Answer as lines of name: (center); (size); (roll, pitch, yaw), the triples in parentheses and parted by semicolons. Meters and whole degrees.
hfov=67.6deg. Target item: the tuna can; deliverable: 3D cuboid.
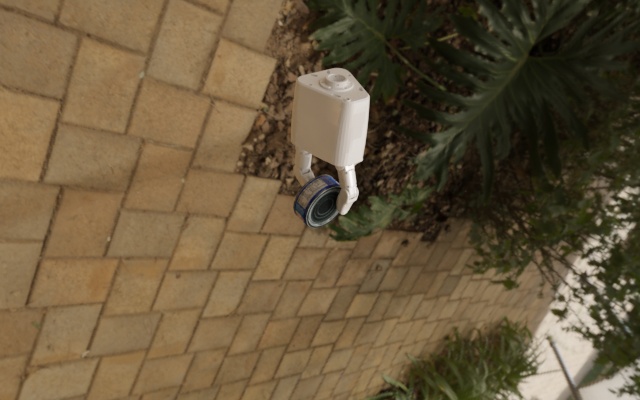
tuna can: (0.000, 0.003, 0.770); (0.086, 0.086, 0.033); (0, 35, -48)
